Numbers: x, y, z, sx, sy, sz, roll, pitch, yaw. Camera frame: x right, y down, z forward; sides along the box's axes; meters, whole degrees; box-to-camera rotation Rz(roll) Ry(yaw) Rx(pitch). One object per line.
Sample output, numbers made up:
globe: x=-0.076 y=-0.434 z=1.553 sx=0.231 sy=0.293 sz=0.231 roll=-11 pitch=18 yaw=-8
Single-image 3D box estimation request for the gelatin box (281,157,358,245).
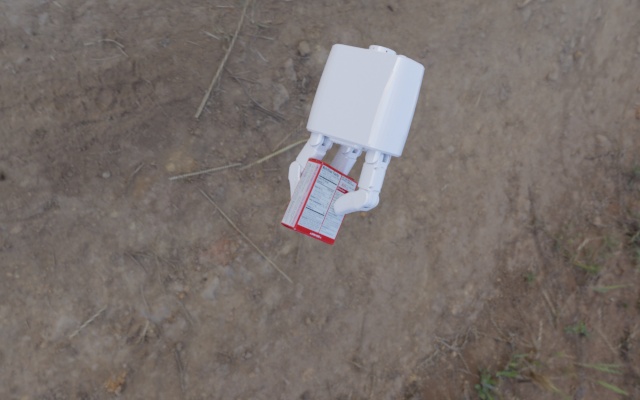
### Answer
gelatin box: x=0.000 y=0.002 z=0.585 sx=0.030 sy=0.089 sz=0.073 roll=19 pitch=-5 yaw=45
